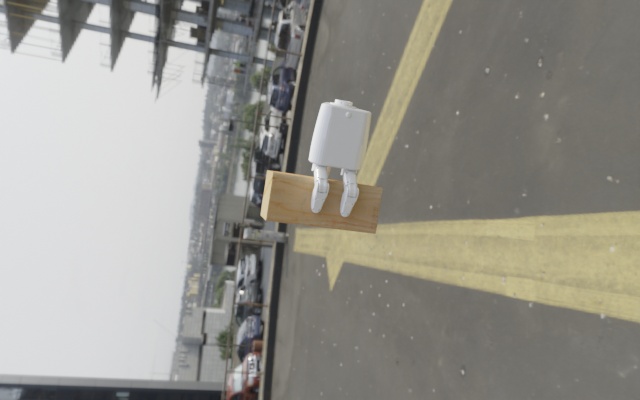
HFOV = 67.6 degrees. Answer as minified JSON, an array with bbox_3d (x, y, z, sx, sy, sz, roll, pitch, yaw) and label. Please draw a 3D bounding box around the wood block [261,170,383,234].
[{"bbox_3d":[0.000,0.002,0.898,0.206,0.090,0.091,8,4,-14],"label":"wood block"}]
